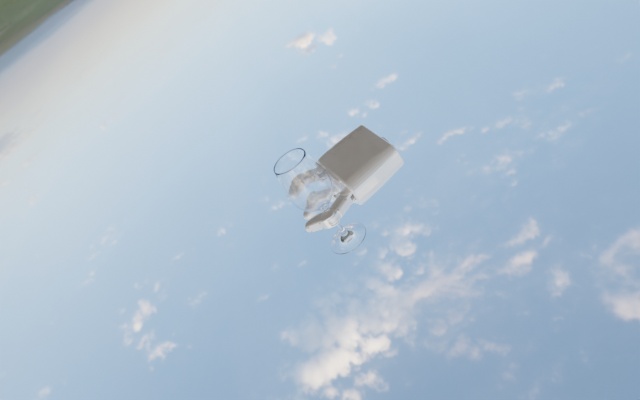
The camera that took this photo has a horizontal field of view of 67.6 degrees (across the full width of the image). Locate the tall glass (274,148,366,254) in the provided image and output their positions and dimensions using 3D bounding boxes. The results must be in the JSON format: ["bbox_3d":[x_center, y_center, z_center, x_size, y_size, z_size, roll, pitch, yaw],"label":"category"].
[{"bbox_3d":[0.000,0.003,0.825,0.079,0.079,0.201,0,-42,44],"label":"tall glass"}]
